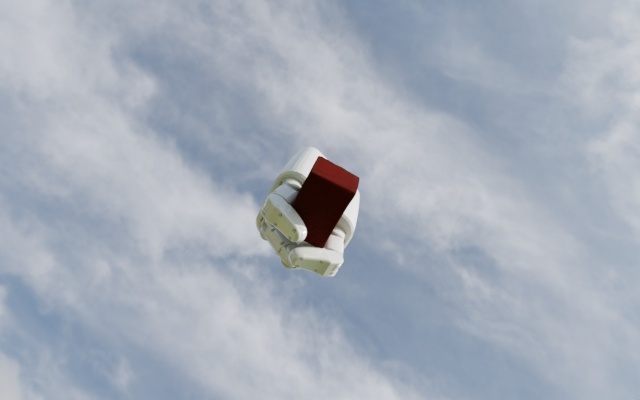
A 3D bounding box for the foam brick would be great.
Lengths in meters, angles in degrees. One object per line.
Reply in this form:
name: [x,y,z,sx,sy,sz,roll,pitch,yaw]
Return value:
foam brick: [0.000,0.002,0.511,0.053,0.078,0.051,29,27,-2]
